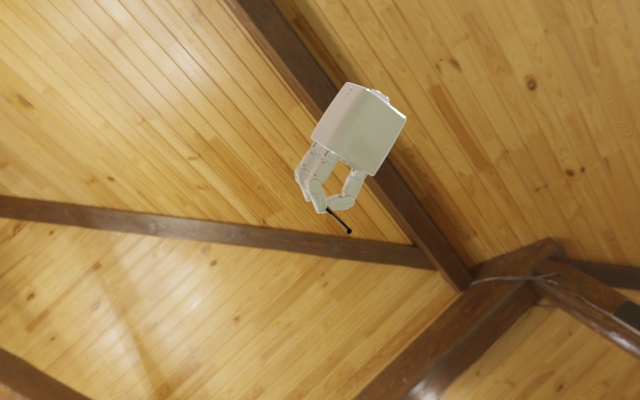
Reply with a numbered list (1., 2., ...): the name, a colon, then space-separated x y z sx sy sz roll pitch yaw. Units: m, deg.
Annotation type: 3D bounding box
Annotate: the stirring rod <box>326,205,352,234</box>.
1. stirring rod: 0.000 0.003 0.764 0.011 0.011 0.239 0 20 -20
